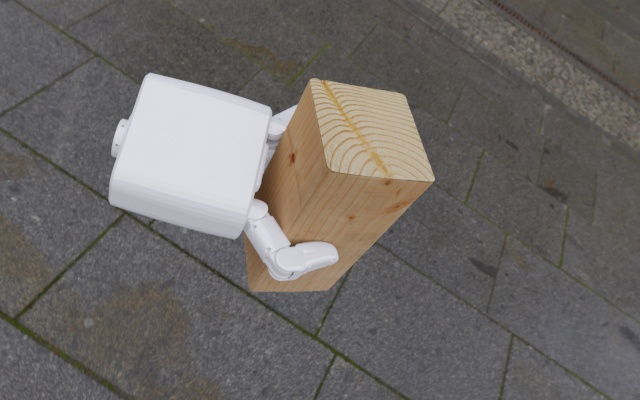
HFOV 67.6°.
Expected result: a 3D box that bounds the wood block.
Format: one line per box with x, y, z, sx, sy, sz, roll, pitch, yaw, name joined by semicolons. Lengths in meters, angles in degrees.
0.000;0.002;0.435;0.090;0.090;0.206;4;-34;-24;wood block
